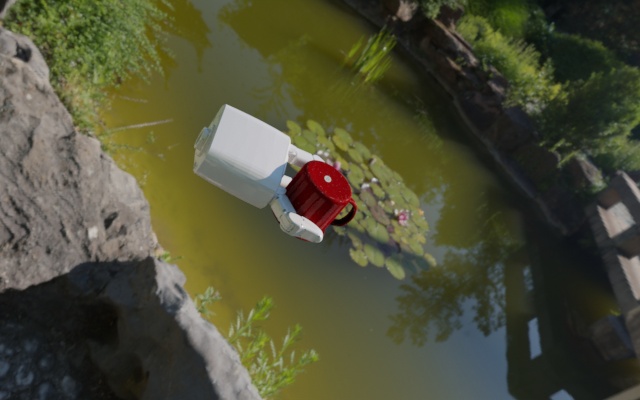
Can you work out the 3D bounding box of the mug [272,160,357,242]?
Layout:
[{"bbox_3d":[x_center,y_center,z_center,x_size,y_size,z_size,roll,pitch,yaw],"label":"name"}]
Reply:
[{"bbox_3d":[0.001,0.003,0.682,0.117,0.093,0.081,26,-55,-24],"label":"mug"}]
